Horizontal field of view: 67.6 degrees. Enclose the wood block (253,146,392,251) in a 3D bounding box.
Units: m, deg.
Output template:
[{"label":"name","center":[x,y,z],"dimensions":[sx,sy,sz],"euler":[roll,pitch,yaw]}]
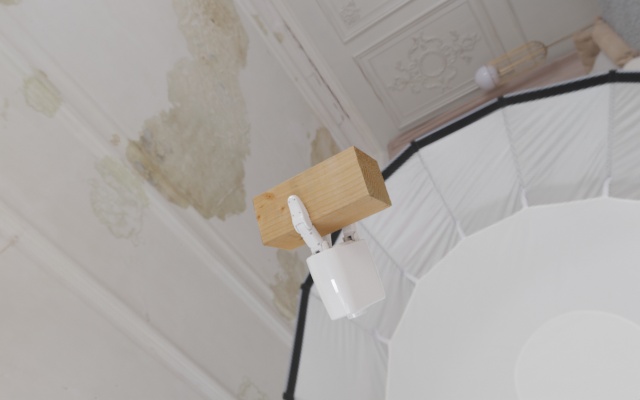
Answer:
[{"label":"wood block","center":[0.000,0.003,0.799],"dimensions":[0.206,0.090,0.091],"euler":[-26,-23,24]}]
